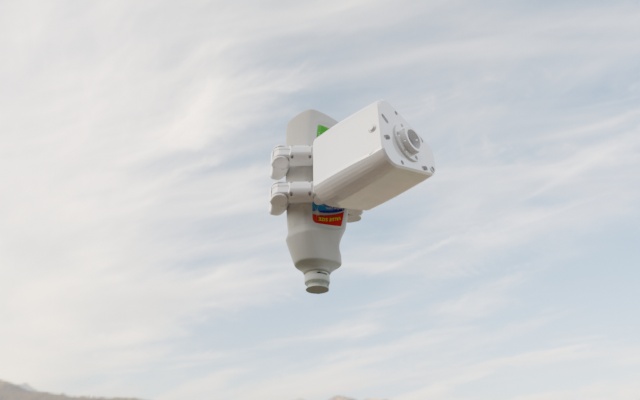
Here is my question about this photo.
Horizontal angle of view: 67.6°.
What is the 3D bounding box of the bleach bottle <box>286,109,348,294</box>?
[{"bbox_3d":[0.000,0.002,0.636,0.102,0.250,0.068,26,-41,-38],"label":"bleach bottle"}]
